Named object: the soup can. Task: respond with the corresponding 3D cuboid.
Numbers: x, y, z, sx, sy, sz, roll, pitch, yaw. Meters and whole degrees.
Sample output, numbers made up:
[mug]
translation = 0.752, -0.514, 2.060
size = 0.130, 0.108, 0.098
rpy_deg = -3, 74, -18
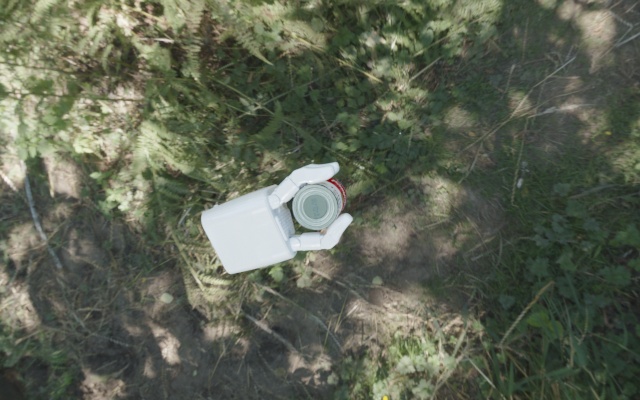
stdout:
[soup can]
translation = 0.001, 0.002, 0.712
size = 0.068, 0.068, 0.102
rpy_deg = 0, 8, 10
